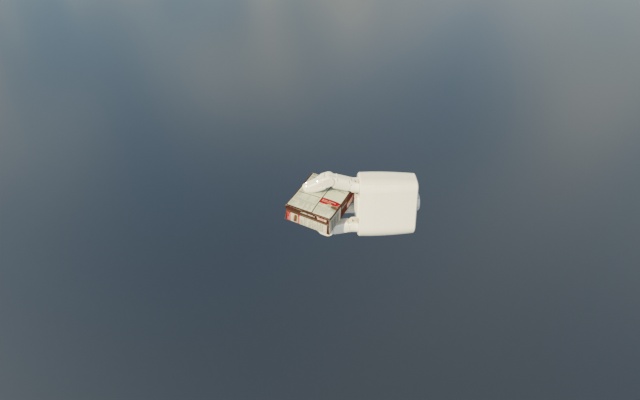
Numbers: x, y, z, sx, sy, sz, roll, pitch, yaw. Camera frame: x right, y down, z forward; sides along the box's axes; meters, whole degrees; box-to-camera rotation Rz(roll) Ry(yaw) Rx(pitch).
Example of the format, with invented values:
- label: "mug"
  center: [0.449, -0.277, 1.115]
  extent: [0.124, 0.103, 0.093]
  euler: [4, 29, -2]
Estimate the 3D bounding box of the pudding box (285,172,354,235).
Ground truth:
- label: "pudding box"
  center: [0.000, 0.003, 0.869]
  extent: [0.090, 0.039, 0.113]
  euler: [19, 41, 18]
